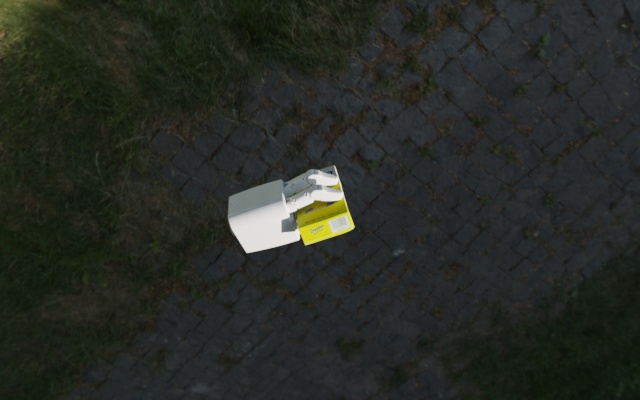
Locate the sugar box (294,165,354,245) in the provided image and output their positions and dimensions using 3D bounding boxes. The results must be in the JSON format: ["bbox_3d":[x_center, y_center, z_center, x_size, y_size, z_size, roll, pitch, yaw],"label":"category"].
[{"bbox_3d":[0.000,0.003,0.890,0.093,0.048,0.176,-18,35,3],"label":"sugar box"}]
